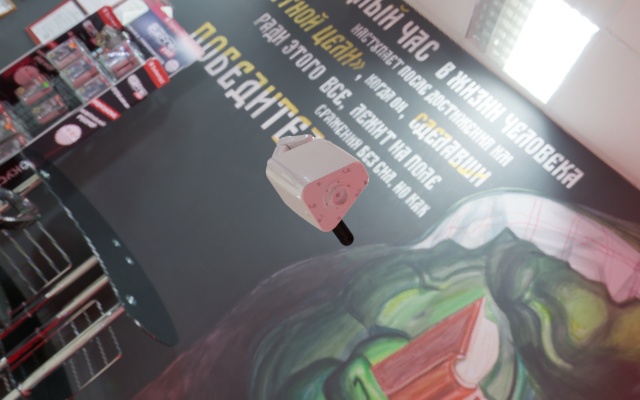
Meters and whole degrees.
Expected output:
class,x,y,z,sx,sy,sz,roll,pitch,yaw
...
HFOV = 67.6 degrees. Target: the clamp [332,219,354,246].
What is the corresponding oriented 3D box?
class,x,y,z,sx,sy,sz,roll,pitch,yaw
clamp,0.000,0.002,0.811,0.039,0.172,0.120,-41,39,-11
